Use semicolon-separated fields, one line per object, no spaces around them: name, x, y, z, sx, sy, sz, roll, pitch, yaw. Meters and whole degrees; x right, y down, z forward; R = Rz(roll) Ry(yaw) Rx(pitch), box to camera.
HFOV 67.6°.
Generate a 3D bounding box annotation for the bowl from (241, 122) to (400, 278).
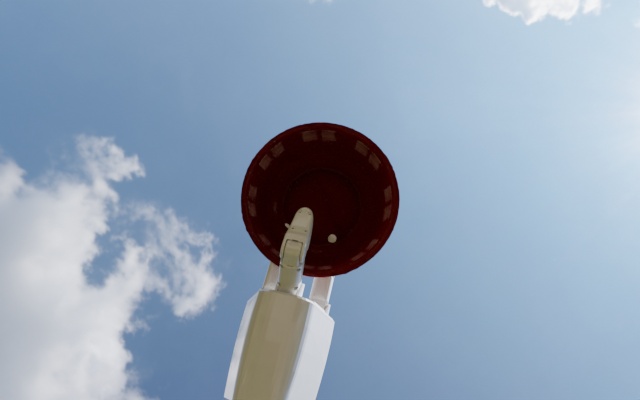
bowl;0.001;0.001;0.509;0.162;0.162;0.055;0;-11;2
